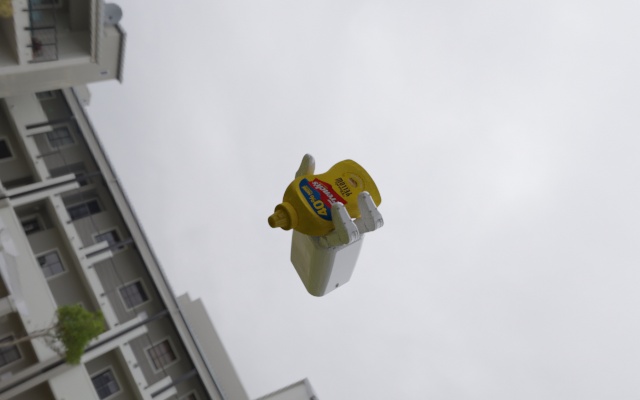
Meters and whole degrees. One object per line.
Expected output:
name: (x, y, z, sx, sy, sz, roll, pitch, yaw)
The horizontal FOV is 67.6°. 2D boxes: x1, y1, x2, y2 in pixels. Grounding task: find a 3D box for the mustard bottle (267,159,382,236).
mustard bottle: (0.000, 0.002, 0.725, 0.191, 0.096, 0.058, -23, -18, -38)
